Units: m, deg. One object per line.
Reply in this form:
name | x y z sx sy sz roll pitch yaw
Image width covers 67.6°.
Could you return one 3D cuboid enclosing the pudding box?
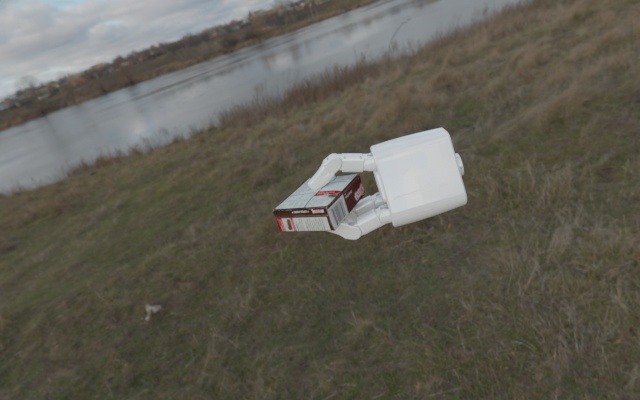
pudding box | 0.000 0.002 0.676 0.090 0.039 0.113 -4 23 31
